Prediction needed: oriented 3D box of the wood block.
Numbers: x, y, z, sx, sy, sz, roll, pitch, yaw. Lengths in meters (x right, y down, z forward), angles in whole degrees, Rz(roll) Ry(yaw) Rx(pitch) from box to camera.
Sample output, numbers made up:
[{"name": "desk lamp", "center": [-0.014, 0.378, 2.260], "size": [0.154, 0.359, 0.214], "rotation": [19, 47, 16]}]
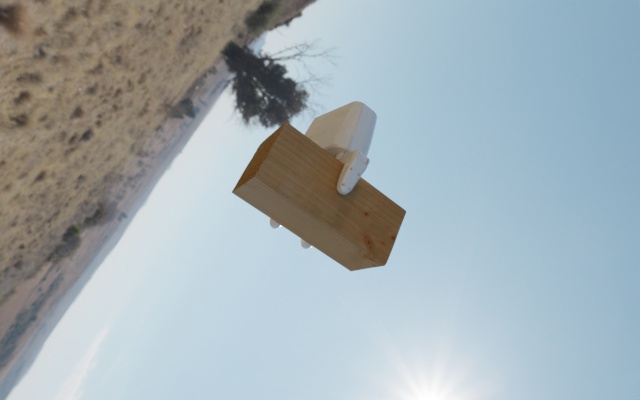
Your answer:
[{"name": "wood block", "center": [0.001, 0.002, 0.640], "size": [0.206, 0.090, 0.091], "rotation": [35, -27, -17]}]
